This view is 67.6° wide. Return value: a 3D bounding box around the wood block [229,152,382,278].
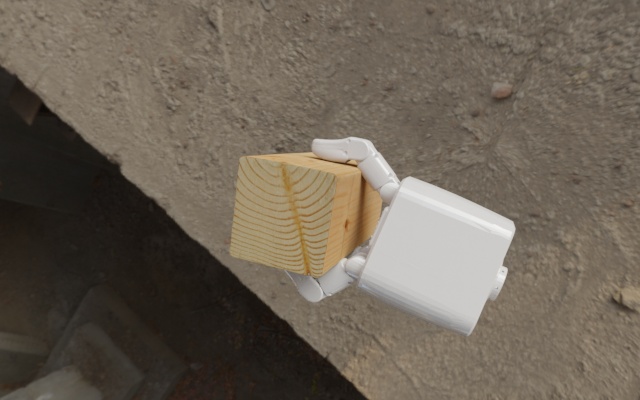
[{"bbox_3d":[0.000,0.001,0.493,0.090,0.091,0.206,12,10,18],"label":"wood block"}]
